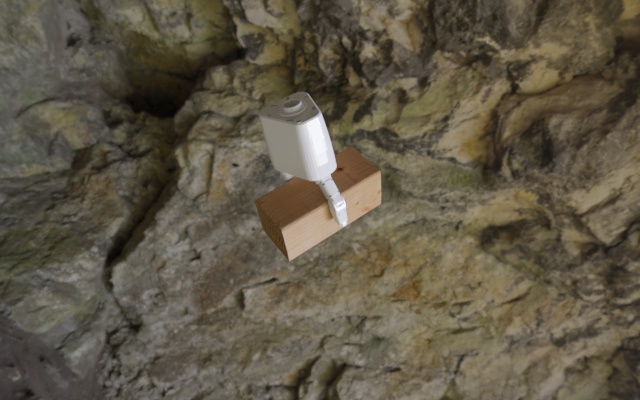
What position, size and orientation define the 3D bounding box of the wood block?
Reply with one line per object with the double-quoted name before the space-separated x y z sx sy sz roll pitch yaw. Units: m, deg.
"wood block" 0.000 0.003 0.848 0.206 0.090 0.090 -31 52 -19
